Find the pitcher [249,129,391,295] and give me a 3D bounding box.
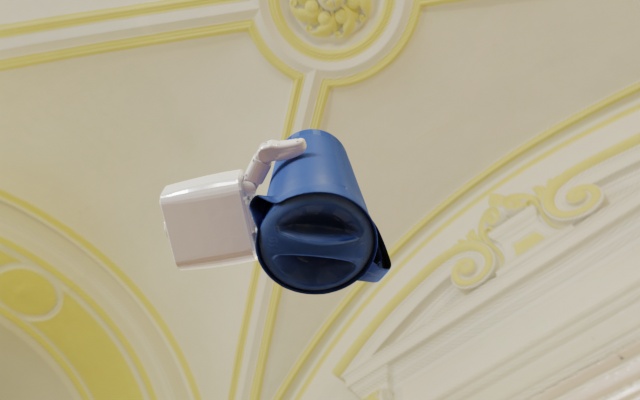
[{"bbox_3d":[0.000,0.002,0.618,0.145,0.149,0.242,-11,28,4],"label":"pitcher"}]
